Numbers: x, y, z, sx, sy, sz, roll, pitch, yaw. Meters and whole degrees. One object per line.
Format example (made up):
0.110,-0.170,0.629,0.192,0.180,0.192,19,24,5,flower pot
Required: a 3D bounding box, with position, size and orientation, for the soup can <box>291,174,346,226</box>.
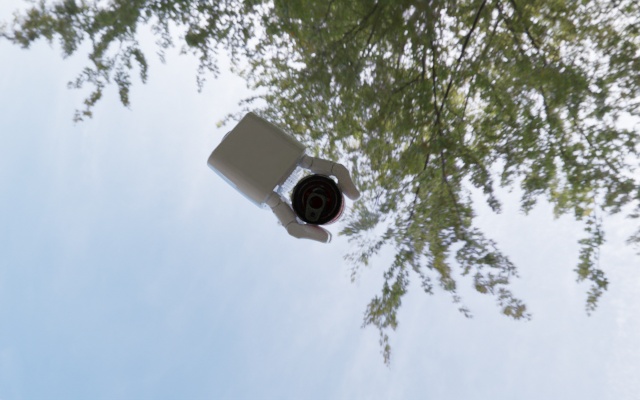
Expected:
0.001,0.002,0.673,0.068,0.068,0.102,0,-4,6,soup can
